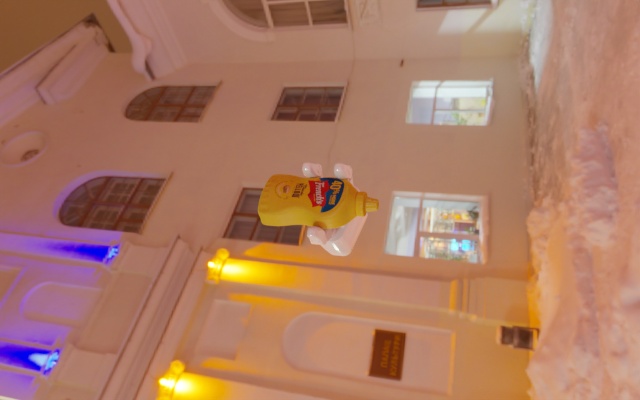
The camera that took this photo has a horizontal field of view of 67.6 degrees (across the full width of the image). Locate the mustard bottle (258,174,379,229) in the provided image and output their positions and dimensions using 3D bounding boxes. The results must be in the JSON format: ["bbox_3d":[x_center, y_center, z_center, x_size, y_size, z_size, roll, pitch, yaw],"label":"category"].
[{"bbox_3d":[0.000,0.002,0.787,0.191,0.058,0.096,4,45,16],"label":"mustard bottle"}]
